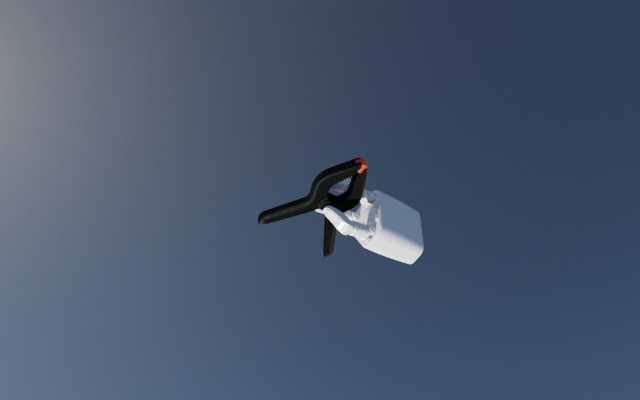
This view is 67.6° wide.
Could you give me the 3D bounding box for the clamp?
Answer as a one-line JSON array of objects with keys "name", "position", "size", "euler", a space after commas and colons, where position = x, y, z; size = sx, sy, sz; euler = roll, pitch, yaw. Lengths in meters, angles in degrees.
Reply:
[{"name": "clamp", "position": [0.001, 0.003, 0.841], "size": [0.164, 0.210, 0.036], "euler": [23, 29, -25]}]
